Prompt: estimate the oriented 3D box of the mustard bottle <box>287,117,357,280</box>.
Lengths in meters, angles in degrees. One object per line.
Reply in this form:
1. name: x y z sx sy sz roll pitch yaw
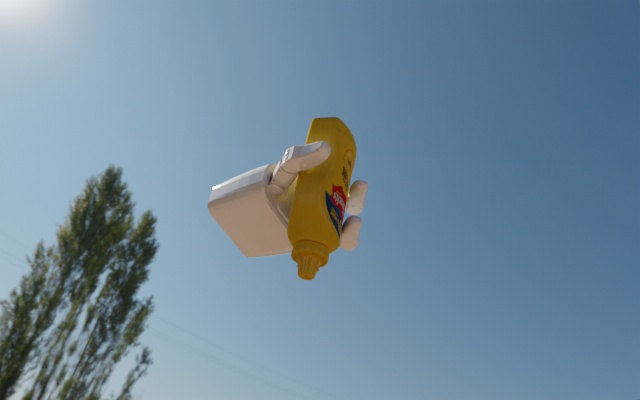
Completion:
1. mustard bottle: 0.000 0.002 0.552 0.058 0.191 0.096 2 -35 16
